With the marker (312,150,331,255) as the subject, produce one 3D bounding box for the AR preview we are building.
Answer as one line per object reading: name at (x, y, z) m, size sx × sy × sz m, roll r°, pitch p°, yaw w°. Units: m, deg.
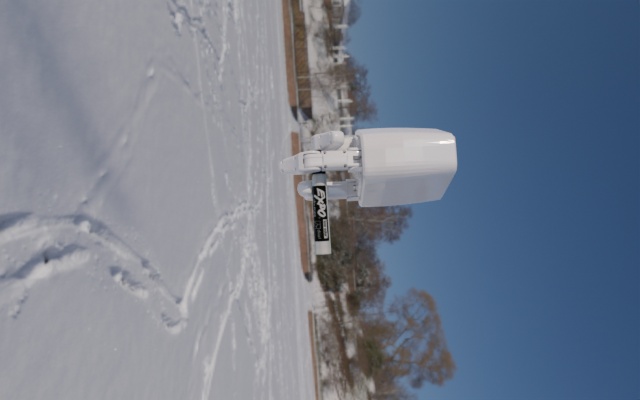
marker at (0.000, 0.002, 0.554) m, size 0.020 × 0.121 × 0.020 m, roll -3°, pitch -4°, yaw 0°
